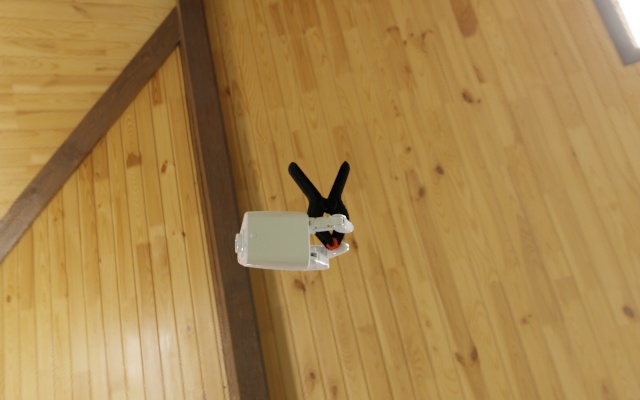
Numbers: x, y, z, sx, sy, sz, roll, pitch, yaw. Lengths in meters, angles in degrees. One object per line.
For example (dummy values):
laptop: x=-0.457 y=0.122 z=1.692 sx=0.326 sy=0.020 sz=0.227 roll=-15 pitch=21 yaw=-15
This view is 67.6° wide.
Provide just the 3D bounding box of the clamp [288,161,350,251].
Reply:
clamp: x=0.000 y=0.003 z=0.857 sx=0.120 sy=0.171 sz=0.039 roll=3 pitch=-21 yaw=-15
